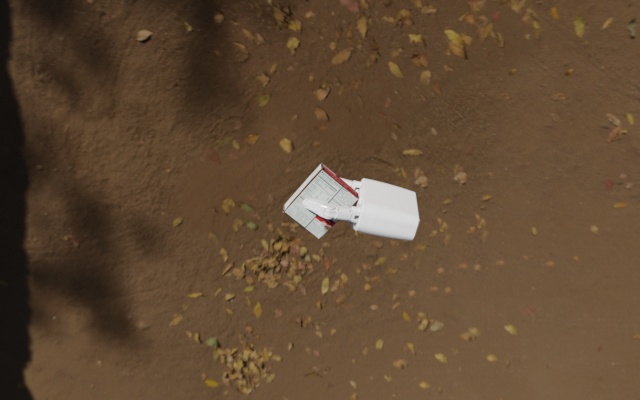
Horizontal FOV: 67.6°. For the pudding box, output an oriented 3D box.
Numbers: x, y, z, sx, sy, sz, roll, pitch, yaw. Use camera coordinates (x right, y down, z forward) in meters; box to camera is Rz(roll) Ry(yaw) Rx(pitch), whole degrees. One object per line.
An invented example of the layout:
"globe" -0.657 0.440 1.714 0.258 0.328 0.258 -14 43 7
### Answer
"pudding box" 0.000 0.003 0.866 0.090 0.113 0.039 39 15 -13
